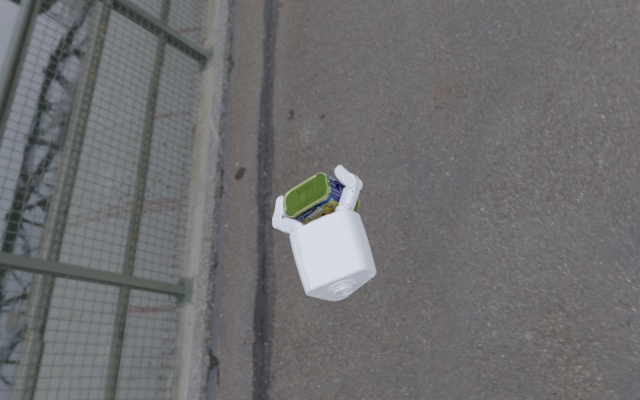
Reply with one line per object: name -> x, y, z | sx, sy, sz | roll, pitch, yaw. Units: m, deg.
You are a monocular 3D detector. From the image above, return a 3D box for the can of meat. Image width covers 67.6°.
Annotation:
can of meat -> 0.000, 0.002, 0.806 | 0.102, 0.057, 0.084 | -31, -34, 28
